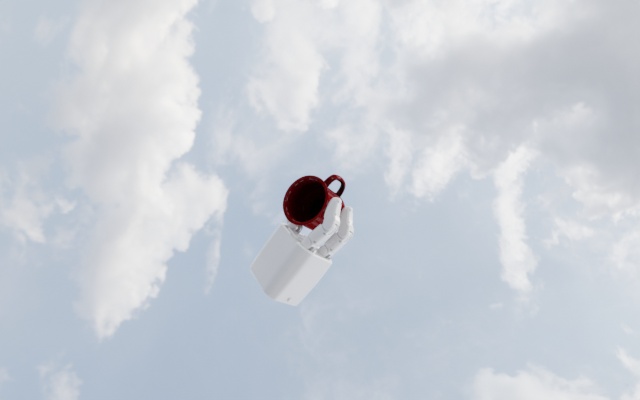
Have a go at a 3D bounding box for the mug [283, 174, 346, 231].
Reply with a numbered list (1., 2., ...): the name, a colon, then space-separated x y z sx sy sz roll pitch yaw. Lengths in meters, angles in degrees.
1. mug: 0.001 0.002 0.862 0.093 0.117 0.081 43 6 36
